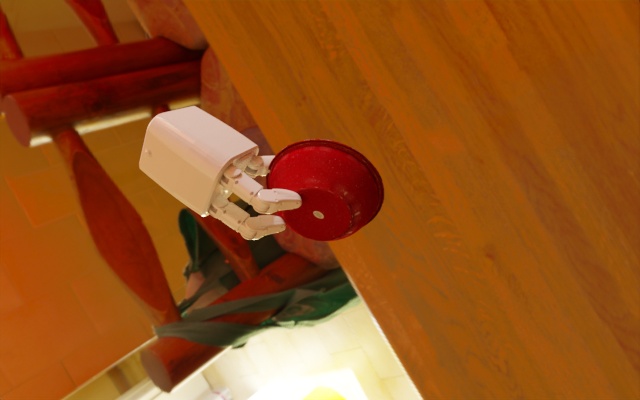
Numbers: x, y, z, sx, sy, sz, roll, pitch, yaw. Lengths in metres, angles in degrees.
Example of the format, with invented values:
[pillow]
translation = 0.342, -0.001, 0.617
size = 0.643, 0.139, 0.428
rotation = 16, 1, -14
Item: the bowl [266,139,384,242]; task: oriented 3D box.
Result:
[bowl]
translation = 0.001, 0.003, 0.622
size = 0.162, 0.162, 0.055
rotation = 0, 40, 14
